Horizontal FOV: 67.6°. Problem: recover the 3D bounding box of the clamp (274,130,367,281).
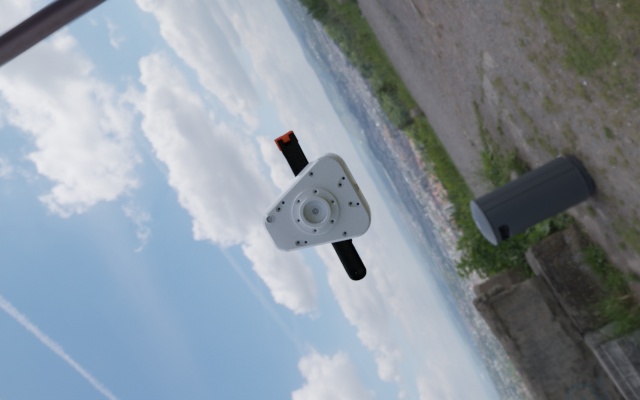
[{"bbox_3d":[-0.001,0.002,0.665,0.036,0.210,0.164,-29,4,1],"label":"clamp"}]
